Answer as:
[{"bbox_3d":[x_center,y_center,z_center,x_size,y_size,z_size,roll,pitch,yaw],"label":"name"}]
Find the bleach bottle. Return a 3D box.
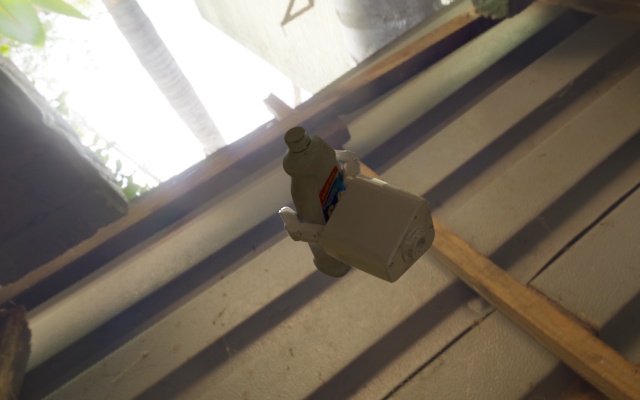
[{"bbox_3d":[0.000,0.002,0.690,0.068,0.102,0.251,22,-29,37],"label":"bleach bottle"}]
